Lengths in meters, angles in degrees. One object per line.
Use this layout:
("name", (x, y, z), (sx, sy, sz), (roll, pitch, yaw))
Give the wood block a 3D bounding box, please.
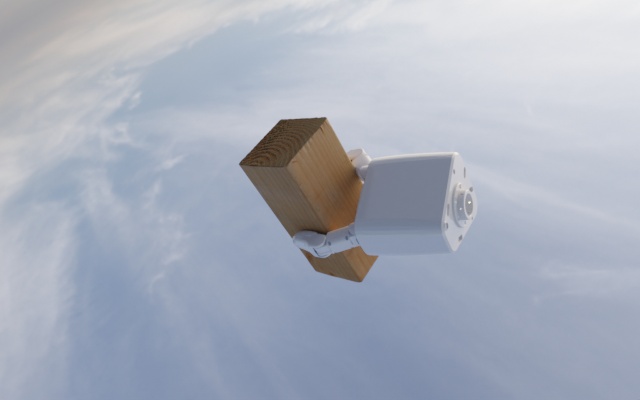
("wood block", (0.000, 0.002, 0.622), (0.090, 0.206, 0.090), (7, 49, 44))
